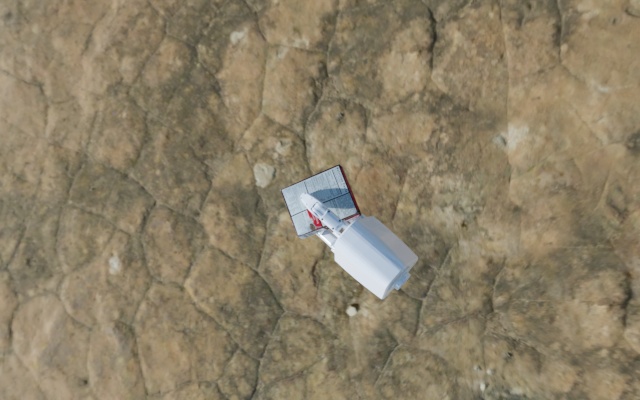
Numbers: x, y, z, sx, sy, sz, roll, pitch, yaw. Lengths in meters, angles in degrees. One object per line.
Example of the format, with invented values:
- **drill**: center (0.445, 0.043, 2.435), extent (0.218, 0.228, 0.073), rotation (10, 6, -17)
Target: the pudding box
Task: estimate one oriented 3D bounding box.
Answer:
- **pudding box**: center (0.000, 0.003, 0.797), extent (0.113, 0.090, 0.039), rotation (-22, -12, 7)
